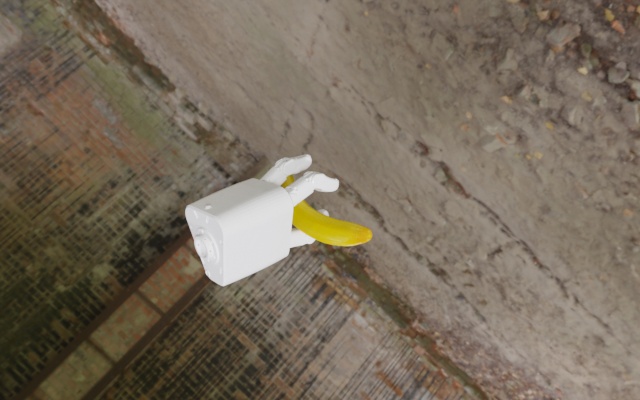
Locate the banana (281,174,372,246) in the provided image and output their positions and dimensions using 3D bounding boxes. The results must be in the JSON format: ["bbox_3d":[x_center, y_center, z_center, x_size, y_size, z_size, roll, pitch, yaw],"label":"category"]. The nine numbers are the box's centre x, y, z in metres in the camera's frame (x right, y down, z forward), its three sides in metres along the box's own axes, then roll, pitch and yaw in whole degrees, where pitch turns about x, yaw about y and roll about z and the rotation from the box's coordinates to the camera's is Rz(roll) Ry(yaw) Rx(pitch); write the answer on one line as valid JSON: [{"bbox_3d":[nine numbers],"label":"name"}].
[{"bbox_3d":[-0.011,0.016,0.682,0.197,0.070,0.037,42,19,33],"label":"banana"}]
